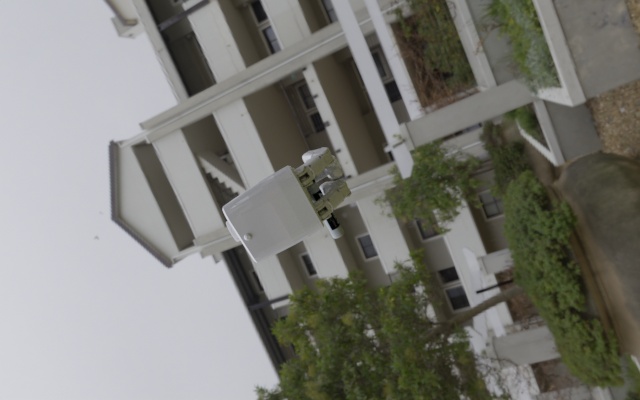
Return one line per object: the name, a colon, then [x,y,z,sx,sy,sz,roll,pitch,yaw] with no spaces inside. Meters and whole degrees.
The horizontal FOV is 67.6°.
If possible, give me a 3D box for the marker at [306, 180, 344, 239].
marker: [0.000,0.002,0.694,0.020,0.121,0.020,-25,21,10]
